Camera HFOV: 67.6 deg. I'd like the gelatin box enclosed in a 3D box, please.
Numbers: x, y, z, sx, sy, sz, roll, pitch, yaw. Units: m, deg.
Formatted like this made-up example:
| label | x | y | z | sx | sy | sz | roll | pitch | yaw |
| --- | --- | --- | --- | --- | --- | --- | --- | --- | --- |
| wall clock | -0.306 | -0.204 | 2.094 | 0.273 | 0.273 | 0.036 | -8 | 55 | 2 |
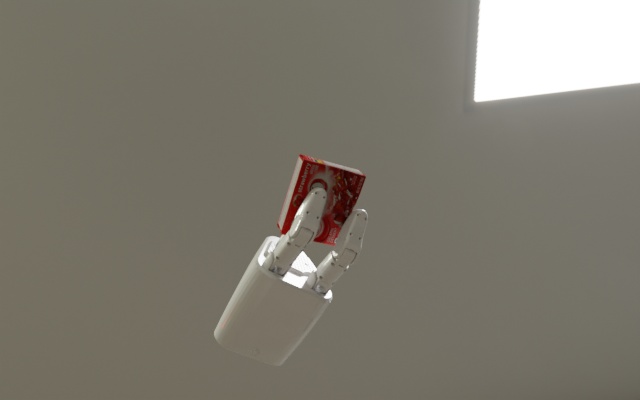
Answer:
| label | x | y | z | sx | sy | sz | roll | pitch | yaw |
| --- | --- | --- | --- | --- | --- | --- | --- | --- | --- |
| gelatin box | 0.000 | 0.001 | 0.525 | 0.073 | 0.089 | 0.030 | 14 | 15 | -17 |
